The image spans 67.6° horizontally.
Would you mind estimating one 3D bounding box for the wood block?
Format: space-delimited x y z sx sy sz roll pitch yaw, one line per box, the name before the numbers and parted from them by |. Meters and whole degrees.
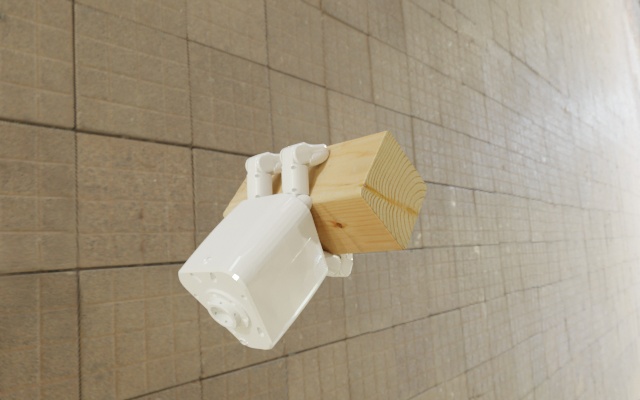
wood block | 0.000 0.002 0.542 0.206 0.090 0.091 -9 -47 41
